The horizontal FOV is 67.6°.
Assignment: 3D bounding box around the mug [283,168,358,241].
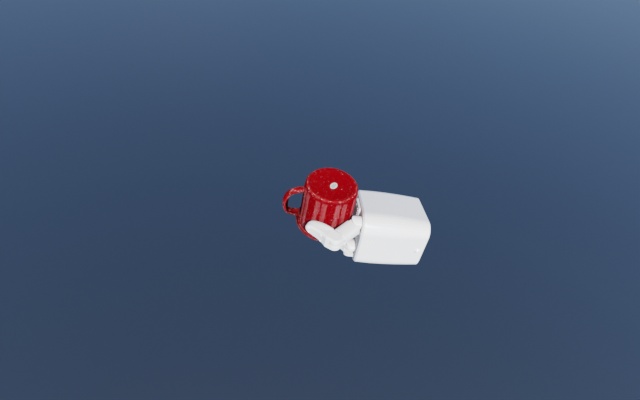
[{"bbox_3d":[-0.001,0.002,0.739,0.117,0.082,0.093,6,44,-6],"label":"mug"}]
